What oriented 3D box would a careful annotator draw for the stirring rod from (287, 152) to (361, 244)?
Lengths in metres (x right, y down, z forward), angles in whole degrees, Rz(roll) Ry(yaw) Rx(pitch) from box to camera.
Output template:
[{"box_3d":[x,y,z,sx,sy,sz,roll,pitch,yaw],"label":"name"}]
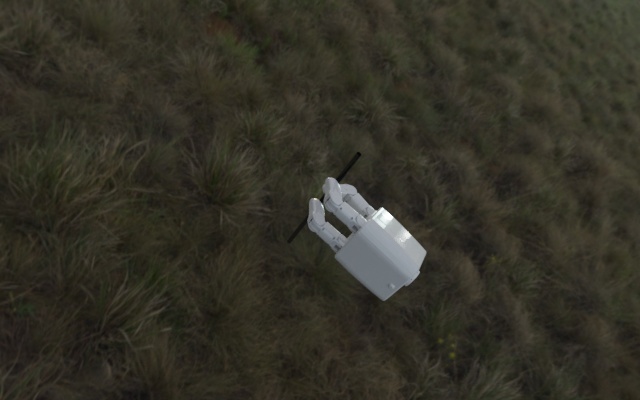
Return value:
[{"box_3d":[0.000,0.003,0.791,0.011,0.011,0.240,0,-37,-37],"label":"stirring rod"}]
